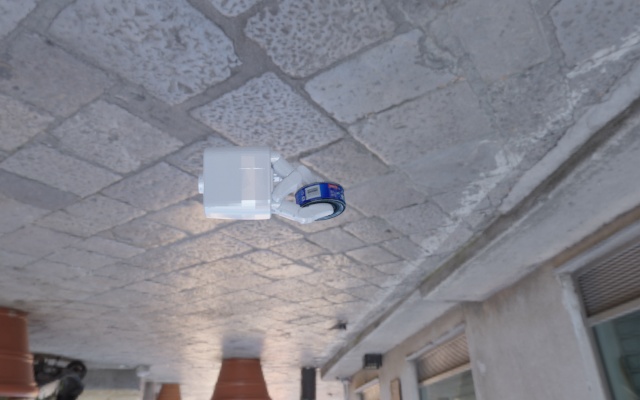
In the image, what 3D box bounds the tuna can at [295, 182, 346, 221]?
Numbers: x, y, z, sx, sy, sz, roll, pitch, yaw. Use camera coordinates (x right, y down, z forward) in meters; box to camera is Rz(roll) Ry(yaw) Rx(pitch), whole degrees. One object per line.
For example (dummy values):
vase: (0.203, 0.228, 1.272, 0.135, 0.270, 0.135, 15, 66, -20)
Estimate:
tuna can: (0.000, 0.003, 0.813, 0.086, 0.033, 0.086, -6, -26, -3)
